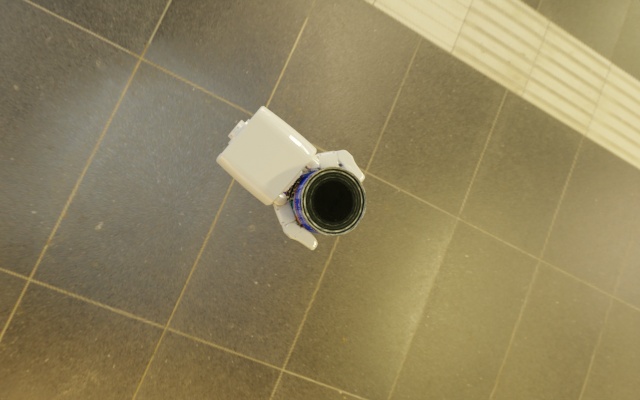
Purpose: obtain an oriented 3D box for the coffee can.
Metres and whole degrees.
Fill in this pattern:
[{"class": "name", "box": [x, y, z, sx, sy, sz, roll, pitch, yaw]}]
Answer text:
[{"class": "coffee can", "box": [0.000, 0.003, 0.766, 0.103, 0.103, 0.140, 0, -1, -17]}]
